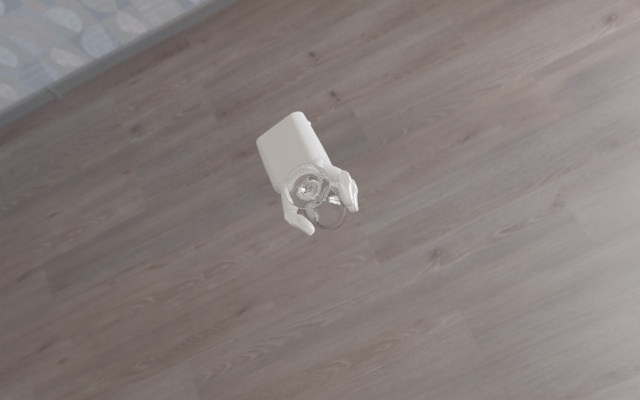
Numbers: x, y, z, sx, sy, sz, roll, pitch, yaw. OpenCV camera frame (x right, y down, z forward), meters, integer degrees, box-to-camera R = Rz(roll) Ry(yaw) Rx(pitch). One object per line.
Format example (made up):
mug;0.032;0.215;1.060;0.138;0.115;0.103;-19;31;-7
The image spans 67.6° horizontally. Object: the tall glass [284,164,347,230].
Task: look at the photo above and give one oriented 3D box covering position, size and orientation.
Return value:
tall glass;0.000;0.003;0.834;0.079;0.079;0.201;0;-15;13
